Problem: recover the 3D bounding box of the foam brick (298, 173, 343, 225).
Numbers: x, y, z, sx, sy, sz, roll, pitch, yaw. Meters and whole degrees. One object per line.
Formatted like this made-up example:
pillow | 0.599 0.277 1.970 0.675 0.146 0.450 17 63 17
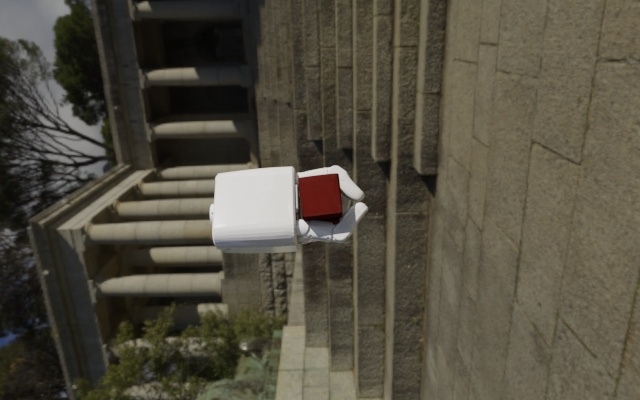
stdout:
foam brick | 0.000 0.002 0.621 0.051 0.053 0.078 -6 -14 -1
